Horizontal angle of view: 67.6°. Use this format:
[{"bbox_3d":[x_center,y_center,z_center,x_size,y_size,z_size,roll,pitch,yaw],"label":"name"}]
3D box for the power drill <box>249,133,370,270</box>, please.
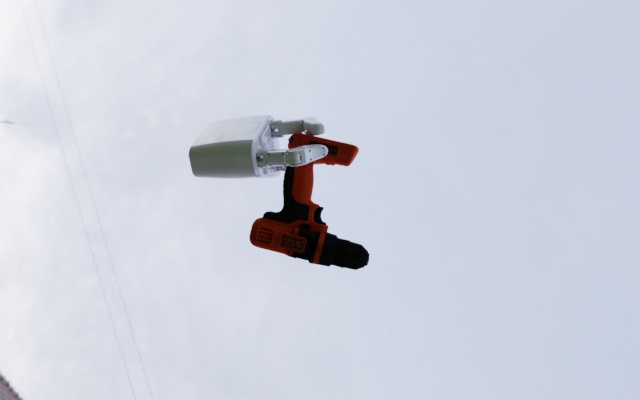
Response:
[{"bbox_3d":[0.000,0.002,0.718,0.184,0.187,0.057,14,1,-3],"label":"power drill"}]
